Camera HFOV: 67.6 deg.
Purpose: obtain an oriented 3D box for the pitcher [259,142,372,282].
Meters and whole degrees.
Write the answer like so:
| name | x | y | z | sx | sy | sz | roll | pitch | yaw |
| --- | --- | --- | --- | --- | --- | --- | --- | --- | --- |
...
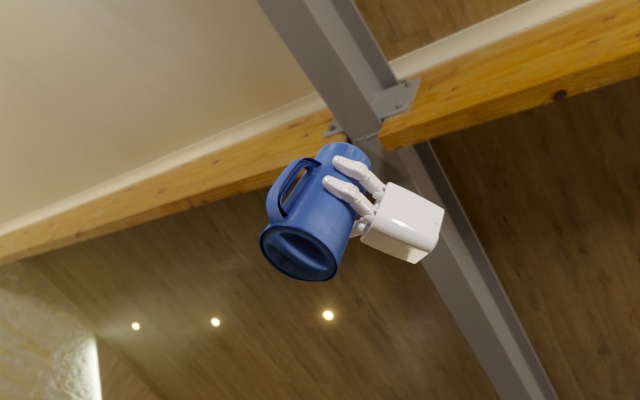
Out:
| name | x | y | z | sx | sy | sz | roll | pitch | yaw |
| --- | --- | --- | --- | --- | --- | --- | --- | --- | --- |
| pitcher | 0.000 | 0.003 | 0.810 | 0.145 | 0.242 | 0.149 | 25 | -41 | 3 |
